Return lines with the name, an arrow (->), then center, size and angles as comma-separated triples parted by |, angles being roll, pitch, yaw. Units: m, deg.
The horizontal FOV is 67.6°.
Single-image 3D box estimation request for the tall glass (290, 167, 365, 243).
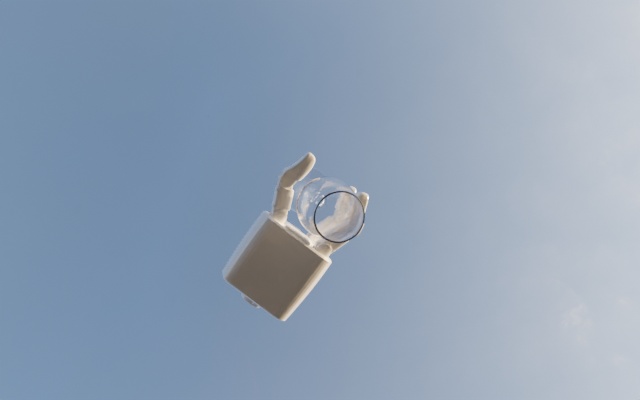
tall glass -> 0.000, 0.002, 0.643 | 0.079, 0.079, 0.201 | 0, 10, -13
